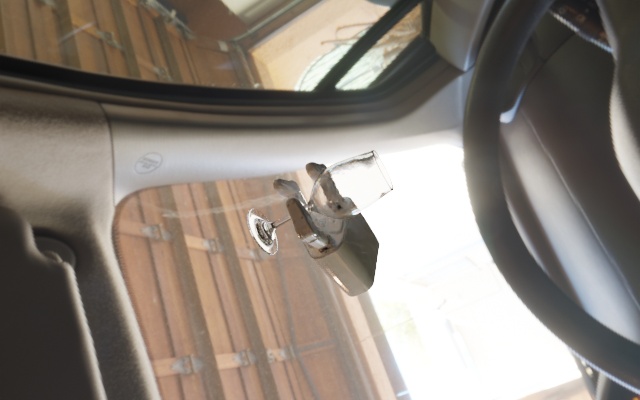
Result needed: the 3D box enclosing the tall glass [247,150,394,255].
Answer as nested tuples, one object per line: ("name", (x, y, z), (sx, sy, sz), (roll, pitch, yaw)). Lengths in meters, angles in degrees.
("tall glass", (-0.001, 0.002, 0.671), (0.201, 0.079, 0.079), (-27, -8, 16))
